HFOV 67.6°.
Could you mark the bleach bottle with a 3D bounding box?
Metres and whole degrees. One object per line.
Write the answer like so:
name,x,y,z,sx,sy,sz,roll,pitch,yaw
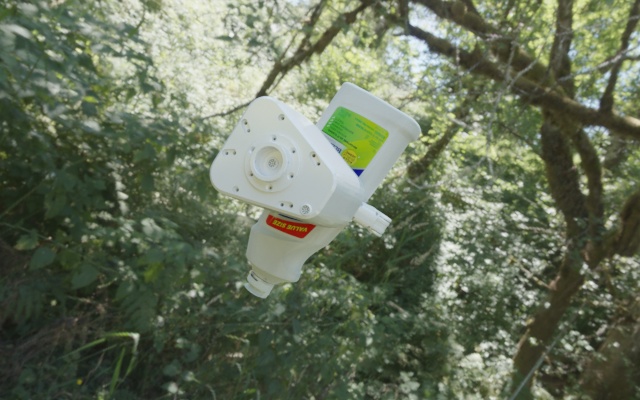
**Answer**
bleach bottle,0.000,0.002,0.529,0.102,0.251,0.068,34,5,16
